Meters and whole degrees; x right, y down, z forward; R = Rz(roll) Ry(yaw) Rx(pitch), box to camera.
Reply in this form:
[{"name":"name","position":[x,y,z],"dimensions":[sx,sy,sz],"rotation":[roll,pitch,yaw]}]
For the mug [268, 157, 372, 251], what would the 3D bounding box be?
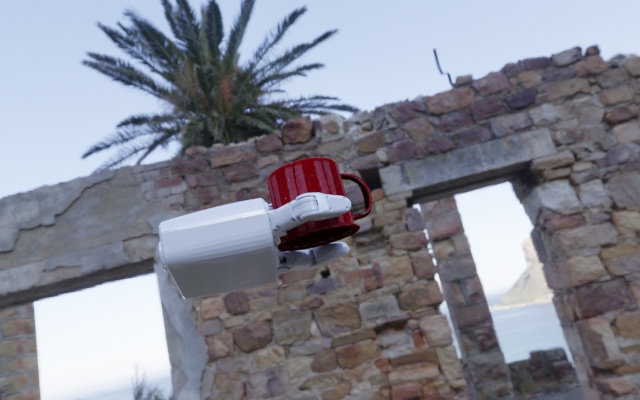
[{"name":"mug","position":[0.001,0.001,0.529],"dimensions":[0.117,0.081,0.093],"rotation":[-12,-15,-10]}]
